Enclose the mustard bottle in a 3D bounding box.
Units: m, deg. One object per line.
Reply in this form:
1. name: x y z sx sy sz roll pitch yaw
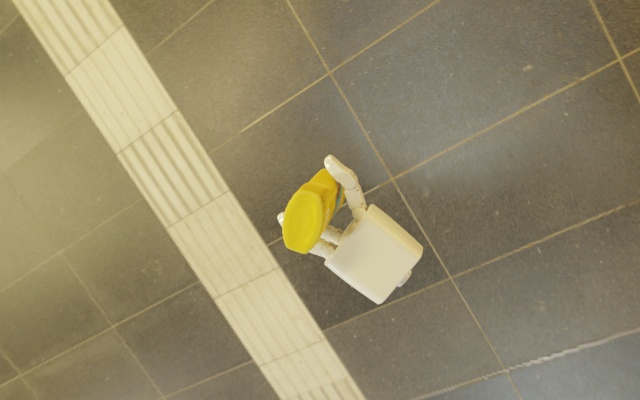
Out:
1. mustard bottle: 0.000 0.002 0.736 0.058 0.096 0.191 16 21 11
